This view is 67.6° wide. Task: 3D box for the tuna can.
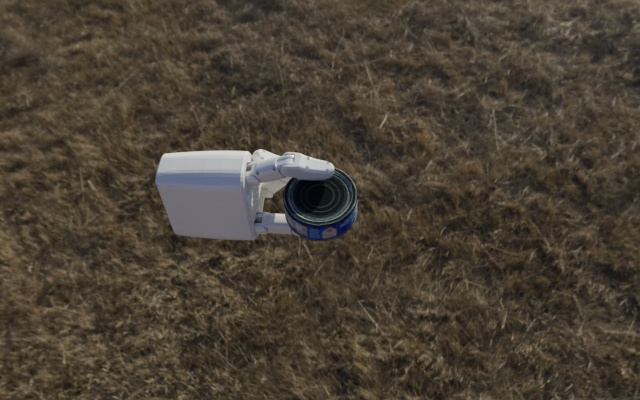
[{"bbox_3d":[0.000,0.001,0.547,0.086,0.086,0.034,0,-34,2],"label":"tuna can"}]
